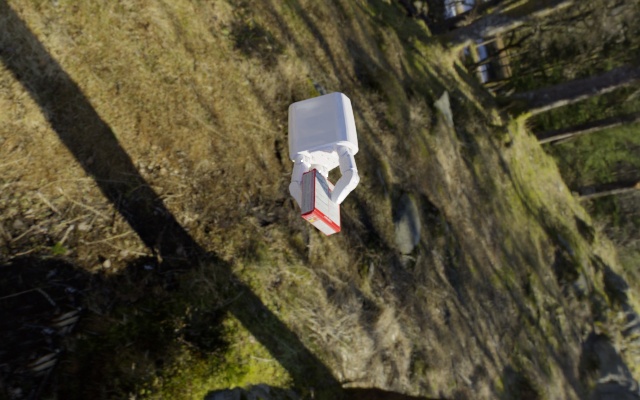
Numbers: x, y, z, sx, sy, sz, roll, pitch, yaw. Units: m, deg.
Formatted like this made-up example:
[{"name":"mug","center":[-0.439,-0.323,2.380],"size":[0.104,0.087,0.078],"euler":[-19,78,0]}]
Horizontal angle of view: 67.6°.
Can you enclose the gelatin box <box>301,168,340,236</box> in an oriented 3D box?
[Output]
[{"name":"gelatin box","center":[0.001,0.003,0.789],"size":[0.030,0.089,0.073],"euler":[-23,-42,27]}]
